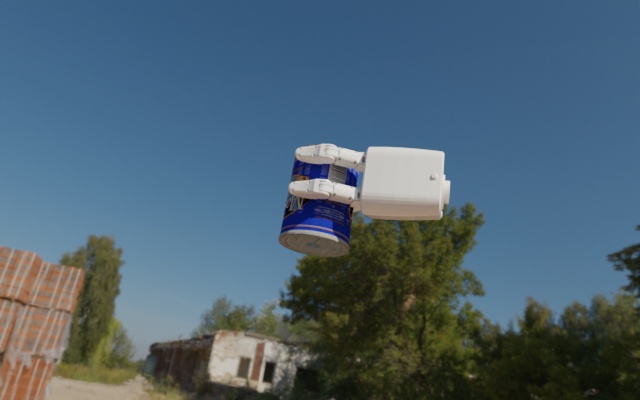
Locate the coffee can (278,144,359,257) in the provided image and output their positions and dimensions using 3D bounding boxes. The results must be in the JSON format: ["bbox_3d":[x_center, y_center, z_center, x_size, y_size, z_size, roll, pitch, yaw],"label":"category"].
[{"bbox_3d":[0.000,0.002,0.711,0.103,0.140,0.103,8,-22,3],"label":"coffee can"}]
